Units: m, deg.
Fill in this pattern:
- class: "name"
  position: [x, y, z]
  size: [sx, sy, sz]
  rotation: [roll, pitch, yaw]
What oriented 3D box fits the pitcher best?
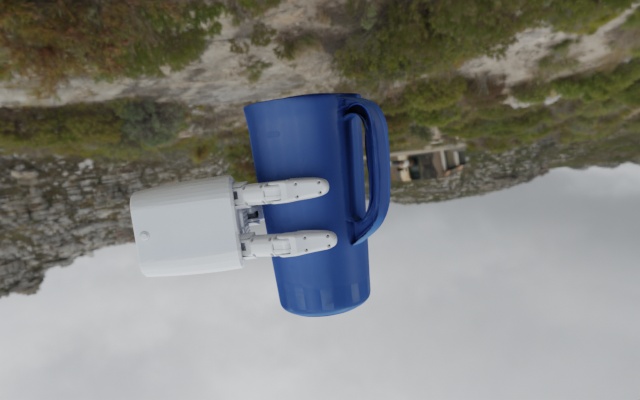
- class: "pitcher"
  position: [0.000, 0.002, 0.542]
  size: [0.145, 0.243, 0.149]
  rotation: [-7, 6, -3]
